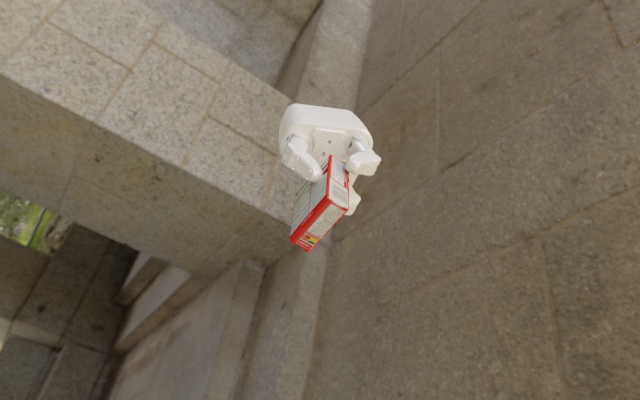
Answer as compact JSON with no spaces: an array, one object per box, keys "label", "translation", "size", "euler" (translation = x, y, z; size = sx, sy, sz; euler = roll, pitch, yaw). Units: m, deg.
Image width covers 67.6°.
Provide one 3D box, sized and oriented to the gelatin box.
[{"label":"gelatin box","translation":[0.000,0.002,0.525],"size":[0.030,0.073,0.089],"euler":[31,32,-17]}]
